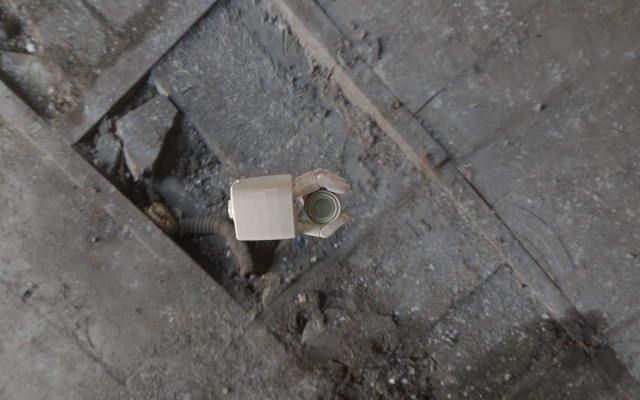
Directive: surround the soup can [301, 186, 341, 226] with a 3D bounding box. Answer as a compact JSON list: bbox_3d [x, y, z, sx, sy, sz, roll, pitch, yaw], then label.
[{"bbox_3d":[0.001,0.003,0.879,0.068,0.068,0.102,0,12,-4],"label":"soup can"}]
